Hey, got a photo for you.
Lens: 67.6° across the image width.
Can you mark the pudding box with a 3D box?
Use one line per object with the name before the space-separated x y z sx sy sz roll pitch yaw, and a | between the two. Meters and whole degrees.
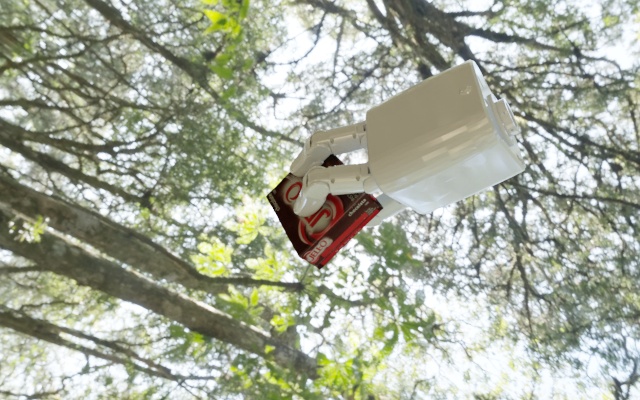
pudding box | 0.000 0.002 0.490 0.039 0.090 0.113 40 9 -37
